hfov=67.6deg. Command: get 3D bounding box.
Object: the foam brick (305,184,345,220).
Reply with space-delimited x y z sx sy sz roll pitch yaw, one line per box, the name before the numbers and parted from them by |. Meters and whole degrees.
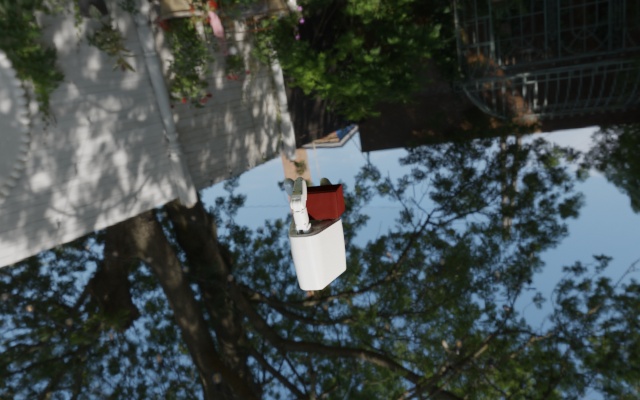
foam brick | 0.000 0.003 0.858 0.078 0.051 0.053 -5 14 17
